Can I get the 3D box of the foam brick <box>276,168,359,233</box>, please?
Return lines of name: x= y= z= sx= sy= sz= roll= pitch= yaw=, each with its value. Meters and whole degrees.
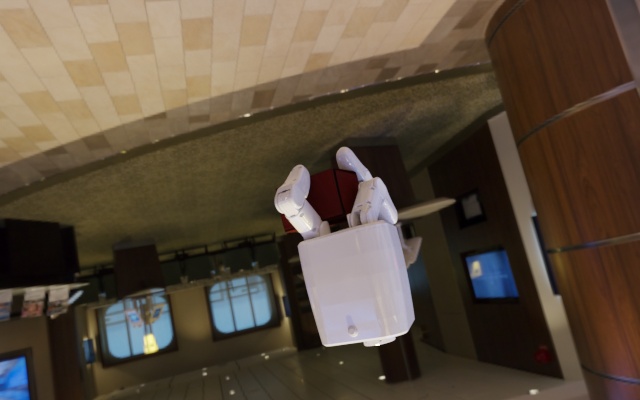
foam brick: x=0.000 y=0.002 z=0.517 sx=0.078 sy=0.051 sz=0.053 roll=-18 pitch=-10 yaw=30
